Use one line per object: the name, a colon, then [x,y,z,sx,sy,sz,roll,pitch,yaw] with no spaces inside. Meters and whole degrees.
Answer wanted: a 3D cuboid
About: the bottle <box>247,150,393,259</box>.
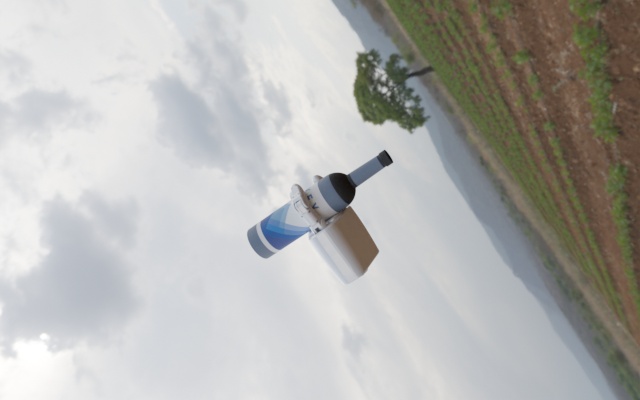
bottle: [0.000,0.003,0.855,0.296,0.069,0.069,-34,-11,17]
